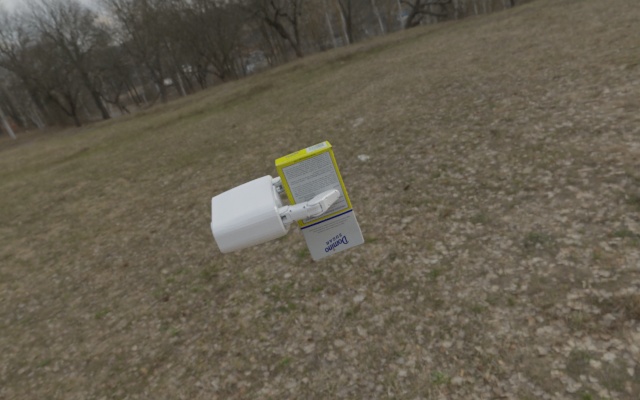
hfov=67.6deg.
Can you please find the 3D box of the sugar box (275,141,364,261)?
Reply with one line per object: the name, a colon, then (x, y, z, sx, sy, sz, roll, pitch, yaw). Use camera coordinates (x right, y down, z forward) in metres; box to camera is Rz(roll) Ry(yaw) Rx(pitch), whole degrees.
sugar box: (0.000, 0.002, 0.778, 0.093, 0.176, 0.048, -20, 22, 1)
